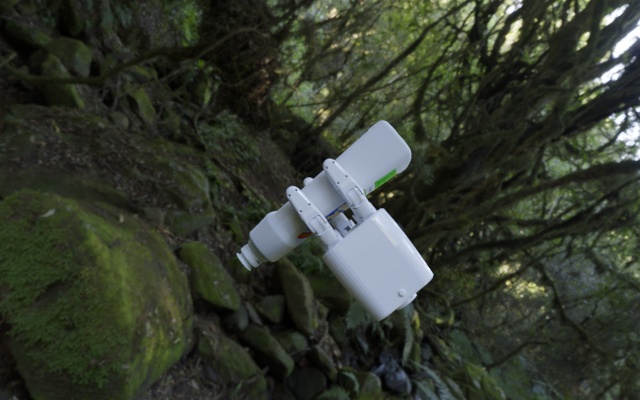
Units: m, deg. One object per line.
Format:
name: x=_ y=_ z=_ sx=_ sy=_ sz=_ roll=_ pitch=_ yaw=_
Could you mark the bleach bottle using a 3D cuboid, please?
bleach bottle: x=0.000 y=0.002 z=0.623 sx=0.251 sy=0.068 sz=0.102 roll=-38 pitch=-8 yaw=-2
